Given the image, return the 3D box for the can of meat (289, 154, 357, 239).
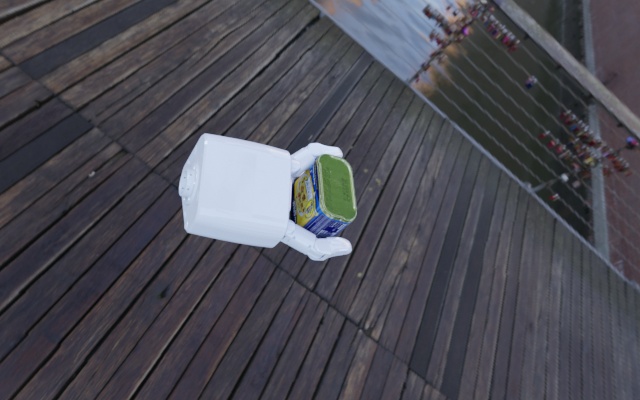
[{"bbox_3d":[0.000,0.002,0.614,0.057,0.102,0.084,15,-38,-27],"label":"can of meat"}]
